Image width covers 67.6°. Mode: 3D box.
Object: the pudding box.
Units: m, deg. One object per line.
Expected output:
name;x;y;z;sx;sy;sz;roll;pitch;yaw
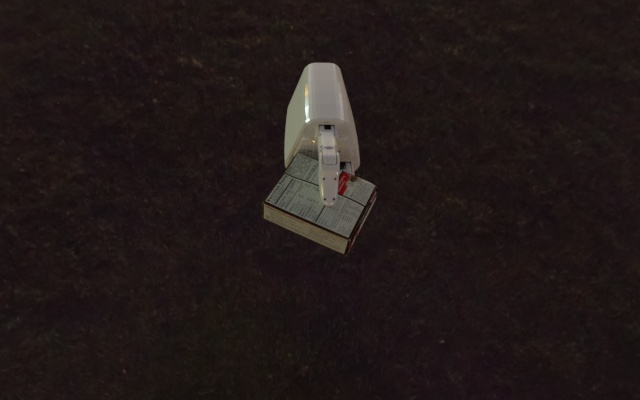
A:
pudding box;0.000;0.002;0.565;0.113;0.090;0.039;23;-34;12
